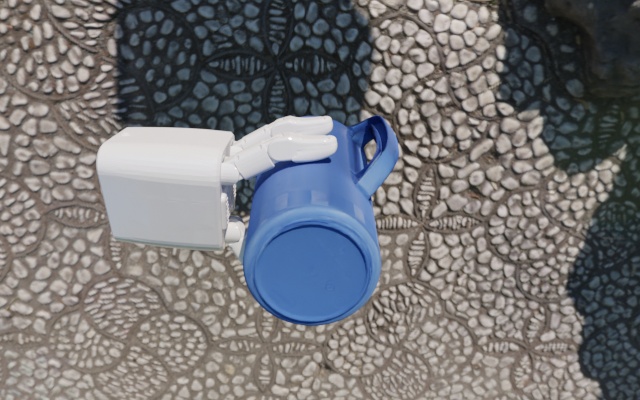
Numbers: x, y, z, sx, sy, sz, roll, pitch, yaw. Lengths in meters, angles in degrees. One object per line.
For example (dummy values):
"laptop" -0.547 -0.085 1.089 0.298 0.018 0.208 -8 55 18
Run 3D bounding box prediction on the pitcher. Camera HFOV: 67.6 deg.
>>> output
"pitcher" 0.000 0.002 0.469 0.145 0.149 0.242 6 23 -4
